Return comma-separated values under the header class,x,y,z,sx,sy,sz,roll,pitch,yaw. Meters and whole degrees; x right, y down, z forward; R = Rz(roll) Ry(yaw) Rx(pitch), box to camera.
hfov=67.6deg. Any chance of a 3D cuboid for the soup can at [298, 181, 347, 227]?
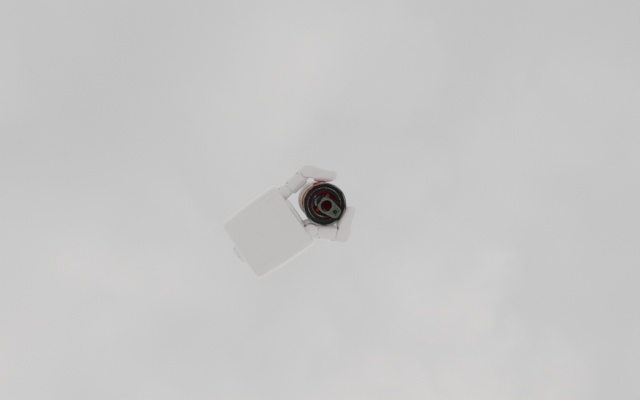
class,x,y,z,sx,sy,sz,roll,pitch,yaw
soup can,0.000,0.002,0.781,0.068,0.068,0.102,0,5,-7
